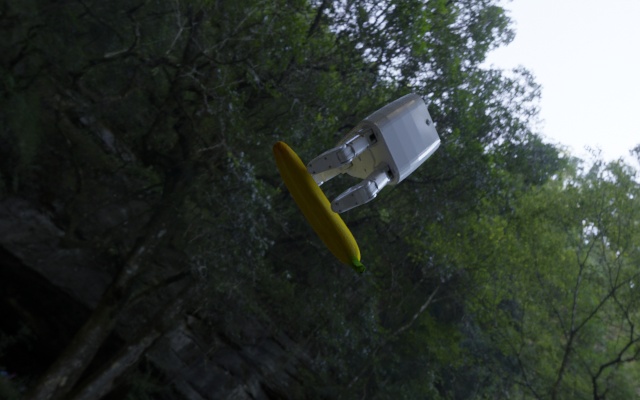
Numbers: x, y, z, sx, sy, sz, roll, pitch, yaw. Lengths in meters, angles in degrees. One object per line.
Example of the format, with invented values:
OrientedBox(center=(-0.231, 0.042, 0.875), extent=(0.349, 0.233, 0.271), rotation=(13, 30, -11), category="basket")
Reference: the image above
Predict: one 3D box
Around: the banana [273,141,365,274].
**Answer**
OrientedBox(center=(-0.001, 0.010, 0.626), extent=(0.037, 0.198, 0.070), rotation=(-33, -8, -17), category="banana")
